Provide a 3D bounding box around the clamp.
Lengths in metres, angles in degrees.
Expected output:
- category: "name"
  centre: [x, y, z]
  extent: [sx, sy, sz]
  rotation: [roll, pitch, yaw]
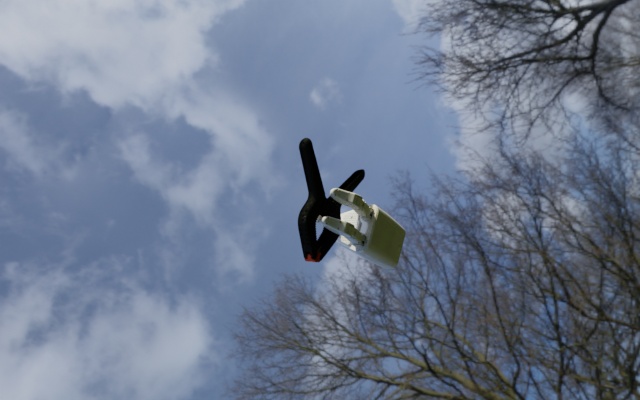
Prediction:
- category: "clamp"
  centre: [0.000, 0.003, 0.850]
  extent: [0.036, 0.210, 0.165]
  rotation: [-3, -27, 47]
